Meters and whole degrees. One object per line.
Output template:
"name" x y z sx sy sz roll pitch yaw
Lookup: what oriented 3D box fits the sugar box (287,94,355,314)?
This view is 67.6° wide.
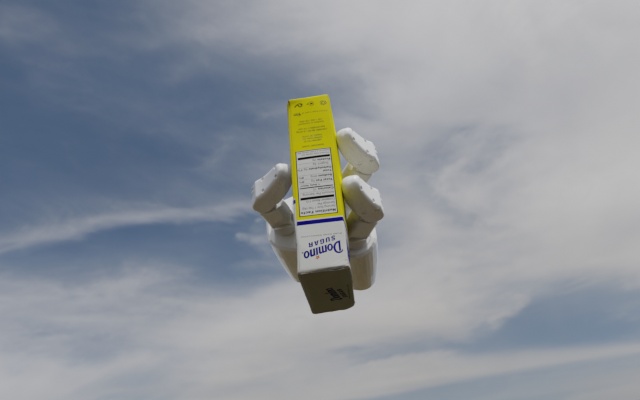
"sugar box" 0.001 0.001 0.428 0.048 0.176 0.093 -9 -32 1
